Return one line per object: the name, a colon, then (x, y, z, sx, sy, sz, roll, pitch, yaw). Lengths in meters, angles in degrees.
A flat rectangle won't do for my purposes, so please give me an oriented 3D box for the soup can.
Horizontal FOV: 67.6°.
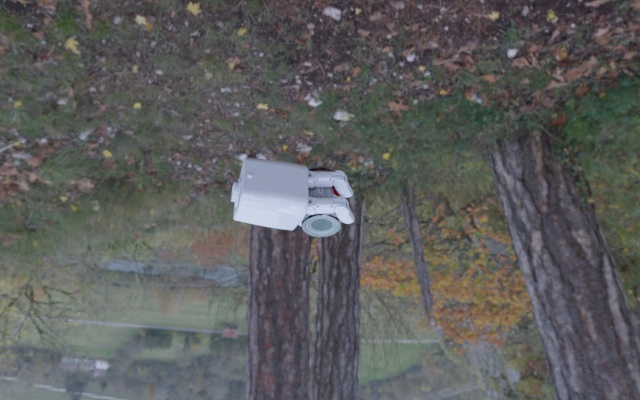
soup can: (0.001, 0.003, 0.822, 0.068, 0.102, 0.069, -1, -37, -1)
